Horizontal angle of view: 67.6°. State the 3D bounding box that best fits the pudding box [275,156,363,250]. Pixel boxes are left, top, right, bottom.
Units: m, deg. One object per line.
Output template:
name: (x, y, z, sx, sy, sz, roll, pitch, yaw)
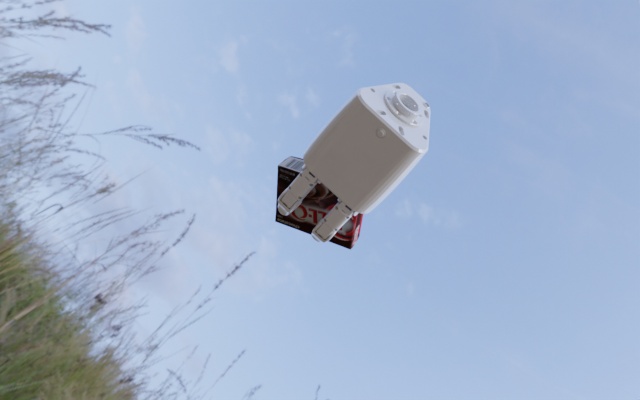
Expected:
pudding box: (0.000, 0.002, 0.604, 0.113, 0.090, 0.039, 20, 37, 18)
